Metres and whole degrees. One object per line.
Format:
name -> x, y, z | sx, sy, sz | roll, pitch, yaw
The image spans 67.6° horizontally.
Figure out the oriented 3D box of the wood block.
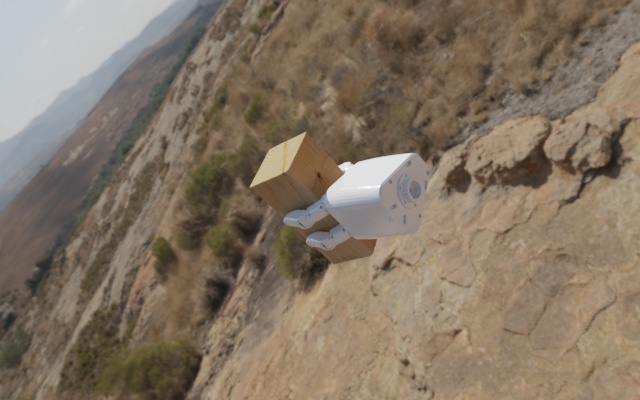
wood block -> 0.000, 0.002, 0.772 | 0.090, 0.090, 0.206 | -20, -54, 40
